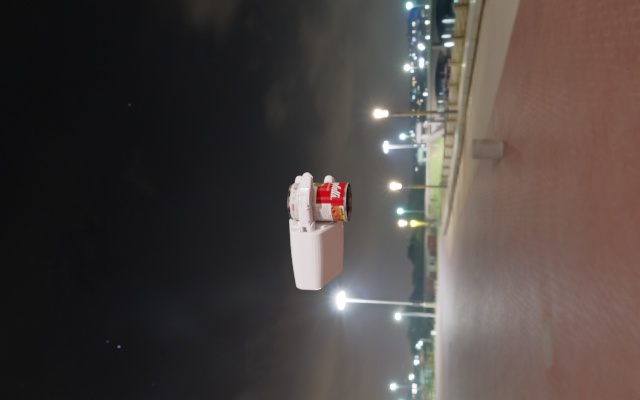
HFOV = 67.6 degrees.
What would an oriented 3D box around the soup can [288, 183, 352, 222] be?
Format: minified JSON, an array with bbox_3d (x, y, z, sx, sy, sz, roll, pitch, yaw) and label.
[{"bbox_3d":[0.000,0.002,0.839,0.102,0.068,0.068,0,0,13],"label":"soup can"}]
